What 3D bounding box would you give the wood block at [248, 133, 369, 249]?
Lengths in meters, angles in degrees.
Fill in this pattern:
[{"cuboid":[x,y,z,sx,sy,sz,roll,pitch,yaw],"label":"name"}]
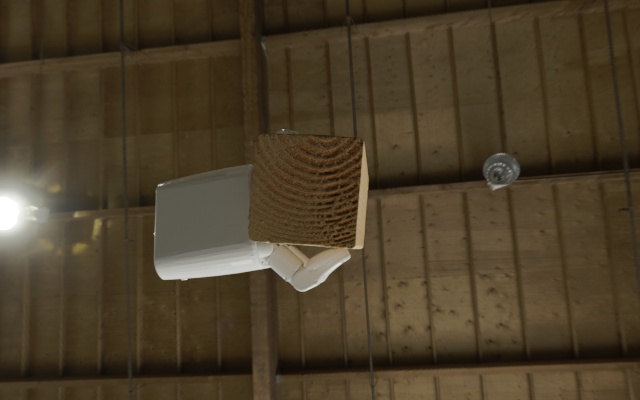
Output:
[{"cuboid":[0.000,0.001,0.481,0.090,0.091,0.206,3,-5,7],"label":"wood block"}]
